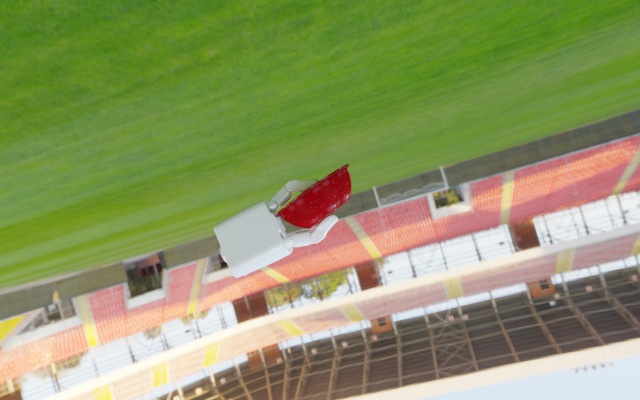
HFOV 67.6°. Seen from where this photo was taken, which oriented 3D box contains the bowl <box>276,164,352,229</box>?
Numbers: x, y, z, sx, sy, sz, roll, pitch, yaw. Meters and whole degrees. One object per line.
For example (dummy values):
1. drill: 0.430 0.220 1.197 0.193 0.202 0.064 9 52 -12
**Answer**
1. bowl: 0.001 0.002 0.854 0.162 0.055 0.162 -36 -2 -2
